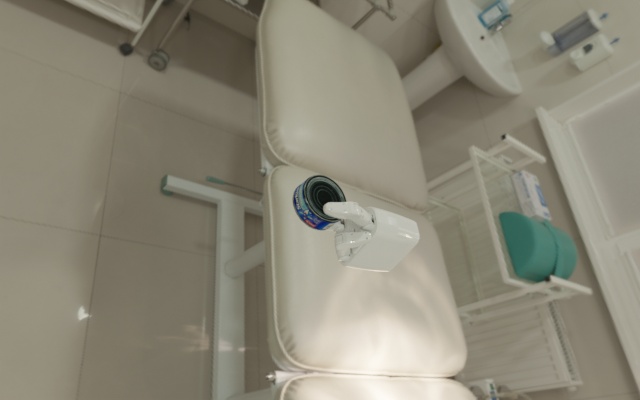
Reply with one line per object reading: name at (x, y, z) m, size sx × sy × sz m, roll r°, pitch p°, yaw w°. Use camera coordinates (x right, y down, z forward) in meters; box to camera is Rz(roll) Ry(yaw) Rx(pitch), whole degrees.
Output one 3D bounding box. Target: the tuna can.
tuna can at (0.000, 0.002, 0.765) m, size 0.086 × 0.086 × 0.034 m, roll 0°, pitch -25°, yaw -38°
